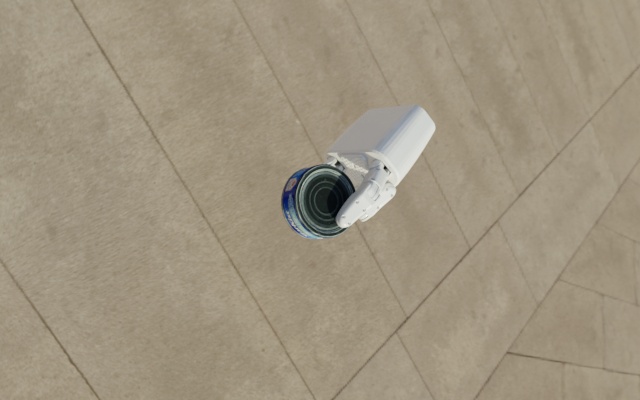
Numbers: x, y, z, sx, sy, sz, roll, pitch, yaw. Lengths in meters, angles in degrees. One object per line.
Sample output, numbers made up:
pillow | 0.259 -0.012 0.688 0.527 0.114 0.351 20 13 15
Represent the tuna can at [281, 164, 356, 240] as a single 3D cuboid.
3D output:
tuna can | 0.000 0.002 0.551 0.086 0.086 0.034 0 -5 -31
